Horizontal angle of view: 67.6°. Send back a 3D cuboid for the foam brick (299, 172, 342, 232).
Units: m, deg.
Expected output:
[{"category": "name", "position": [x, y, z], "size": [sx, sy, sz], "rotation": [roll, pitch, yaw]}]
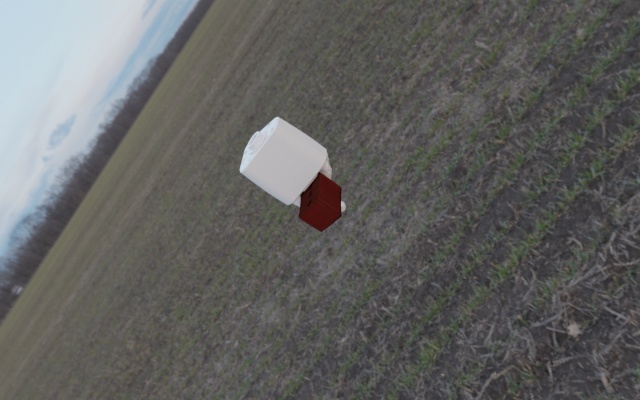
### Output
[{"category": "foam brick", "position": [0.000, 0.003, 0.804], "size": [0.051, 0.078, 0.053], "rotation": [34, -57, -23]}]
